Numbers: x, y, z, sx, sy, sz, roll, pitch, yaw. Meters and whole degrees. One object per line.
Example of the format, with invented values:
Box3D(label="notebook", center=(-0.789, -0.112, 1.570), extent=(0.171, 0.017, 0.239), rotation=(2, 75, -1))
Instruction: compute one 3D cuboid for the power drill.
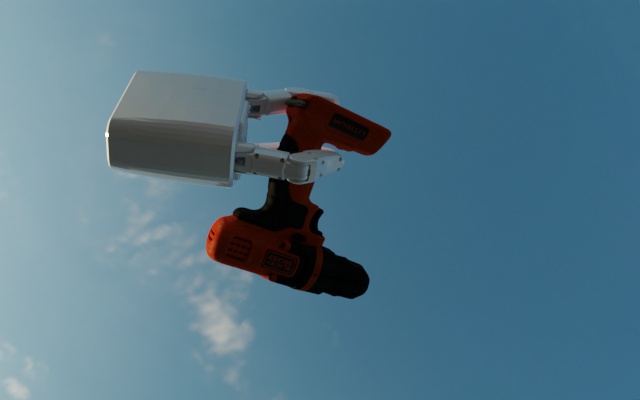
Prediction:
Box3D(label="power drill", center=(0.000, 0.001, 0.483), extent=(0.184, 0.187, 0.057), rotation=(21, 2, -28))
